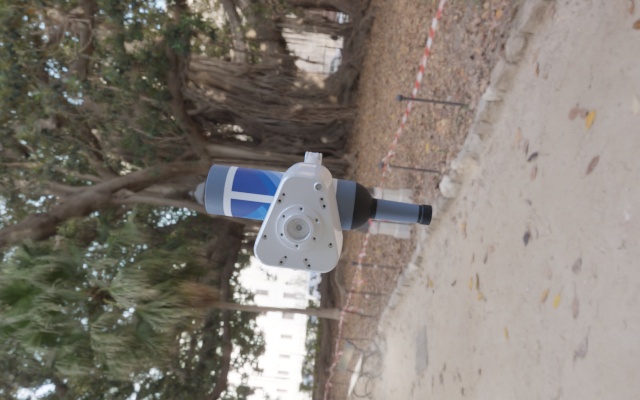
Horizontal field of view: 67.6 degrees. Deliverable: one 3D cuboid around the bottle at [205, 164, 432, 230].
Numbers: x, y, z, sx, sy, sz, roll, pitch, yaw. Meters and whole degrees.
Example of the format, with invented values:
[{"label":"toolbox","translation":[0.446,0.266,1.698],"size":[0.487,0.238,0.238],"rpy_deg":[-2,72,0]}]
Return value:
[{"label":"bottle","translation":[0.000,0.002,0.639],"size":[0.296,0.069,0.069],"rpy_deg":[7,0,1]}]
